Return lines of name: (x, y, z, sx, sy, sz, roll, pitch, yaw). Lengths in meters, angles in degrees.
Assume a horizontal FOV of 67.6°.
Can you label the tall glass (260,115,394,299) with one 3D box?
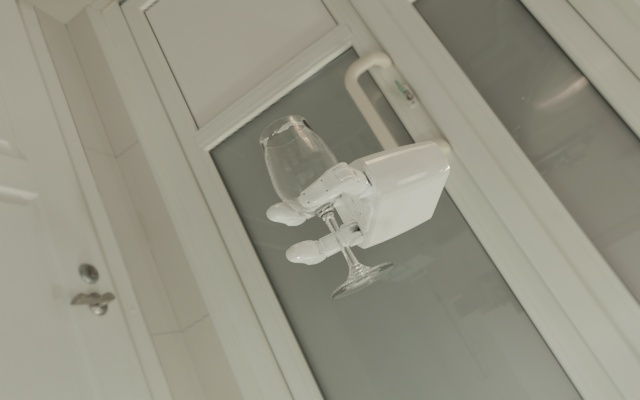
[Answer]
tall glass: (0.000, 0.002, 0.528, 0.079, 0.201, 0.079, -25, -20, -10)
